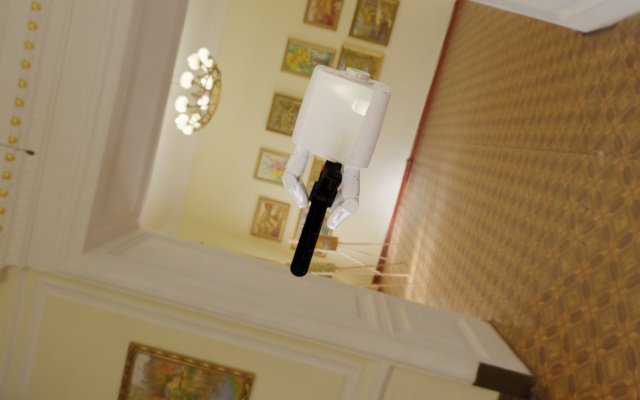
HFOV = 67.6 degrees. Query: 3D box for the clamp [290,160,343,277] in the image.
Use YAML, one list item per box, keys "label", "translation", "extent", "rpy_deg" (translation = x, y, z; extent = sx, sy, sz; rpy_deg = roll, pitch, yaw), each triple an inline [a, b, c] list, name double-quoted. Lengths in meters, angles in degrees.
- label: "clamp"
  translation: [-0.001, 0.002, 0.689]
  extent: [0.036, 0.165, 0.210]
  rpy_deg: [20, 21, -2]
